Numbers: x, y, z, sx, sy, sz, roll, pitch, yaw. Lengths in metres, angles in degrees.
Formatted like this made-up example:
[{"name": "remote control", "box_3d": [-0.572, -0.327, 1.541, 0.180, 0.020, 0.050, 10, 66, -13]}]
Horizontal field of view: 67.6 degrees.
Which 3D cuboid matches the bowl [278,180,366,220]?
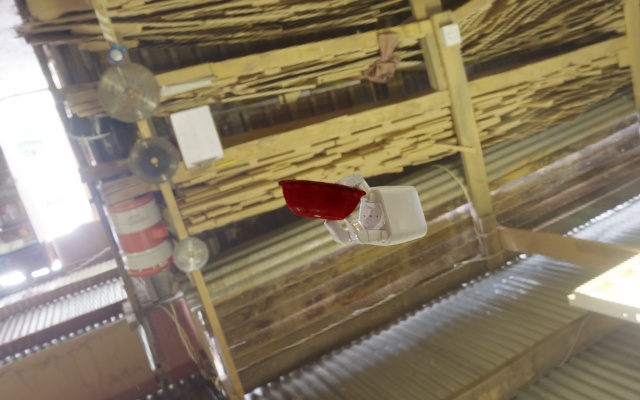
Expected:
[{"name": "bowl", "box_3d": [-0.001, 0.003, 0.865, 0.162, 0.055, 0.162, 7, -6, 1]}]
